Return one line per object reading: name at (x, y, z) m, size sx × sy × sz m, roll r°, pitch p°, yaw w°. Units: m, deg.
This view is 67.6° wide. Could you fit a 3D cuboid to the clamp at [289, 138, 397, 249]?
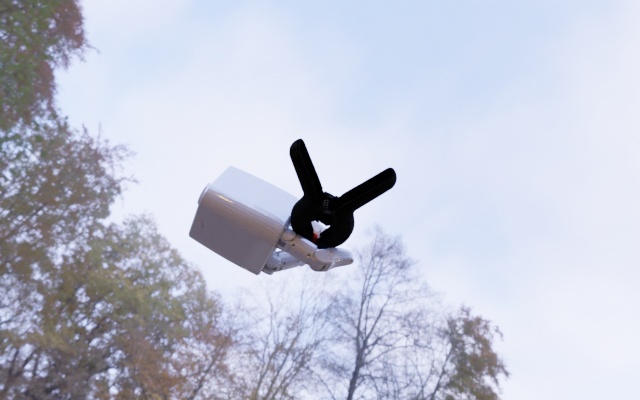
clamp at (0.000, 0.002, 0.564) m, size 0.120 × 0.172 × 0.039 m, roll 28°, pitch 41°, yaw -3°
